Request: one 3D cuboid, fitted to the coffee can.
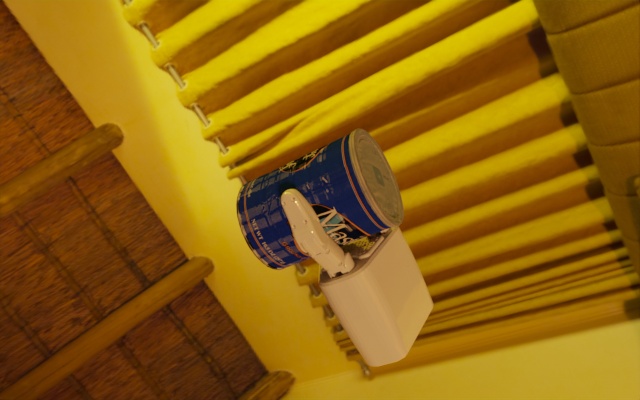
[{"bbox_3d":[0.000,0.001,0.493,0.140,0.103,0.103,-23,-10,23],"label":"coffee can"}]
